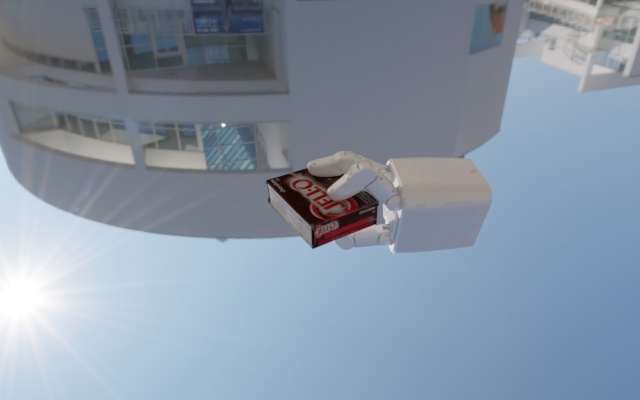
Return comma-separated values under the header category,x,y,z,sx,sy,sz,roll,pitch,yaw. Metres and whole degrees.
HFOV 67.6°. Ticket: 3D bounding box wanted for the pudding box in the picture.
category,x,y,z,sx,sy,sz,roll,pitch,yaw
pudding box,0.000,0.002,0.567,0.090,0.039,0.113,-18,36,-27
